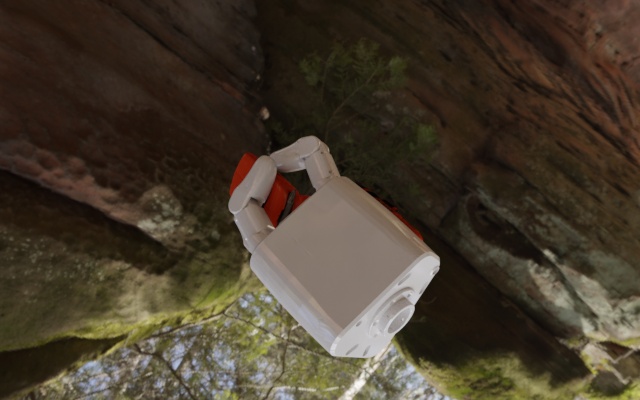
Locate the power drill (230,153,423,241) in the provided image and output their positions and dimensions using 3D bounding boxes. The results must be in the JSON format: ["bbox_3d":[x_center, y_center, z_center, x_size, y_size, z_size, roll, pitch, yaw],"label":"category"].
[{"bbox_3d":[0.000,0.002,0.529,0.188,0.057,0.184,13,17,-34],"label":"power drill"}]
